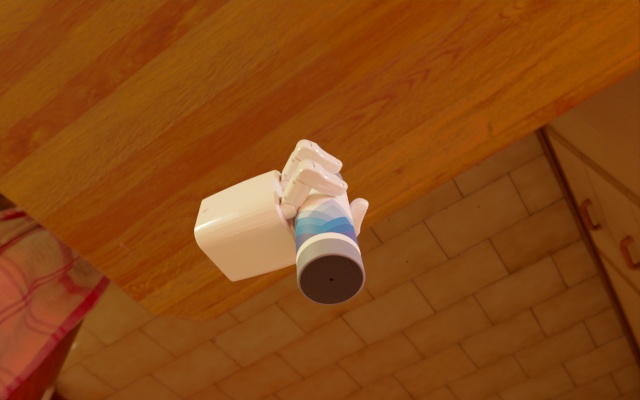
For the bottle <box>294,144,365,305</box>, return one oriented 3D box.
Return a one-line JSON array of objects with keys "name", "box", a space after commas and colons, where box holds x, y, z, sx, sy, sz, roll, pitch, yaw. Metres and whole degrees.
[{"name": "bottle", "box": [0.000, 0.002, 0.589, 0.069, 0.069, 0.295, 0, 31, -5]}]
